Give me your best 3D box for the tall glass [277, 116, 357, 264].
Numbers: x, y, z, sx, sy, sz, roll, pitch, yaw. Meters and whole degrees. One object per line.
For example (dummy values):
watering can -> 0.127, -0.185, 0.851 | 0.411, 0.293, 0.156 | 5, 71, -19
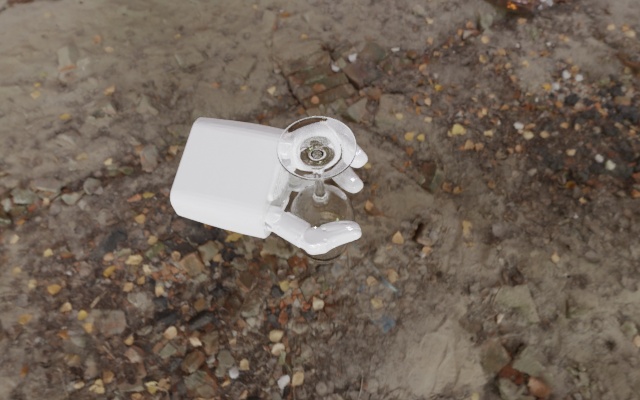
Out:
tall glass -> 0.000, 0.001, 0.525 | 0.079, 0.079, 0.201 | 0, -31, 3
